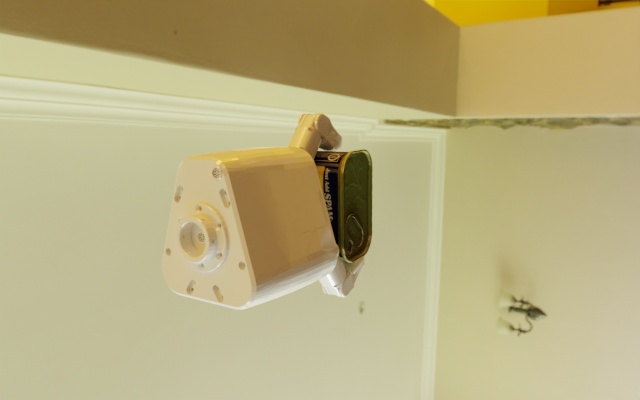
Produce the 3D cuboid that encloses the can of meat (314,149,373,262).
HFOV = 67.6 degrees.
[{"bbox_3d":[0.000,0.001,0.458,0.084,0.102,0.057,5,13,31],"label":"can of meat"}]
